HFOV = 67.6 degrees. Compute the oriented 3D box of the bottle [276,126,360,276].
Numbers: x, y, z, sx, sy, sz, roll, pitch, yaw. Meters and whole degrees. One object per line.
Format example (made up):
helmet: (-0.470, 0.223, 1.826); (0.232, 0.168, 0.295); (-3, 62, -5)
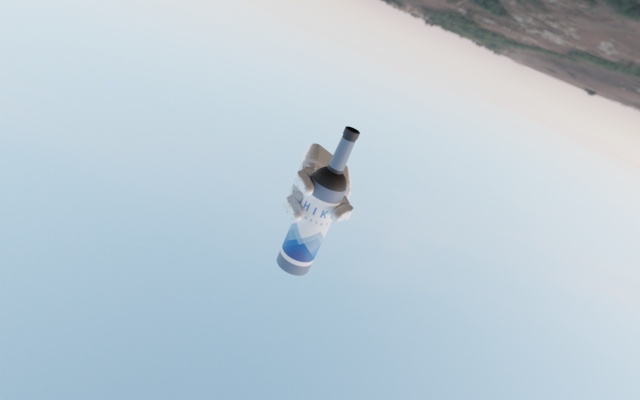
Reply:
bottle: (0.000, 0.003, 0.862); (0.069, 0.296, 0.069); (19, 26, -10)
